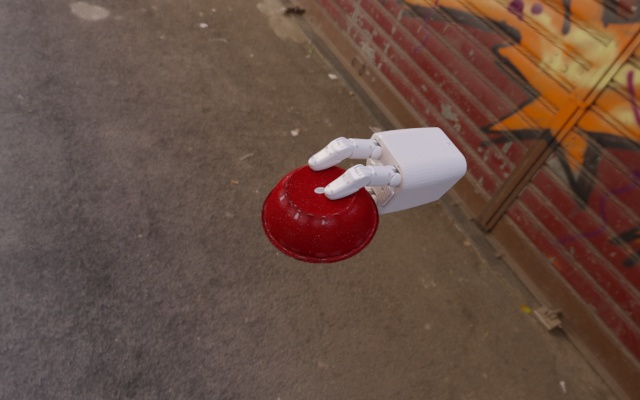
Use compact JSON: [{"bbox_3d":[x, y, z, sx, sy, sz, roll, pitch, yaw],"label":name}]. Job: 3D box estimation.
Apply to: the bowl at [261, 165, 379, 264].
[{"bbox_3d":[-0.001,0.002,0.633,0.162,0.162,0.055,0,-40,-1],"label":"bowl"}]
